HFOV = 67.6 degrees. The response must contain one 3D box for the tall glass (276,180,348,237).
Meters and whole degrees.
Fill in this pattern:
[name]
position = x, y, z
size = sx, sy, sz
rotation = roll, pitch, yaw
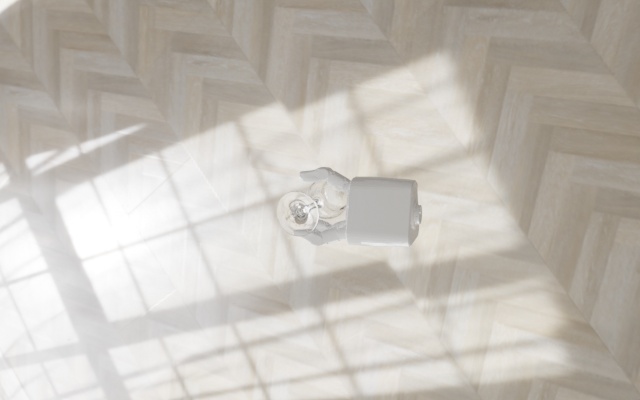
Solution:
[tall glass]
position = 0.000, 0.003, 0.847
size = 0.079, 0.079, 0.201
rotation = 0, 11, 22
